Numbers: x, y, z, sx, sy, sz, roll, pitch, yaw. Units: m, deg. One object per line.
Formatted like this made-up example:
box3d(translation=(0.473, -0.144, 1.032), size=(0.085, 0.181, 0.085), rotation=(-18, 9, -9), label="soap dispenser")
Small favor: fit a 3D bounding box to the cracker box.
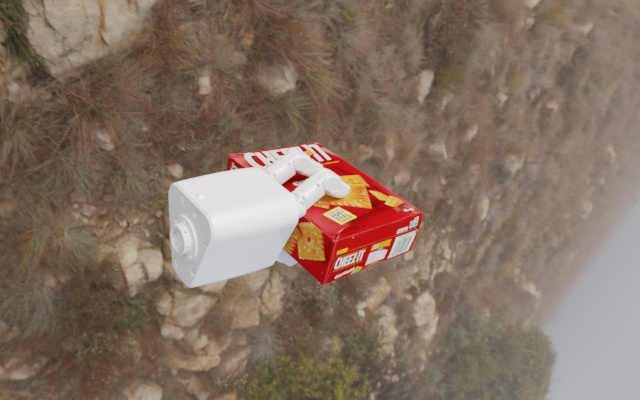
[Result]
box3d(translation=(0.000, 0.002, 0.622), size=(0.164, 0.072, 0.213), rotation=(-13, 39, -41), label="cracker box")
